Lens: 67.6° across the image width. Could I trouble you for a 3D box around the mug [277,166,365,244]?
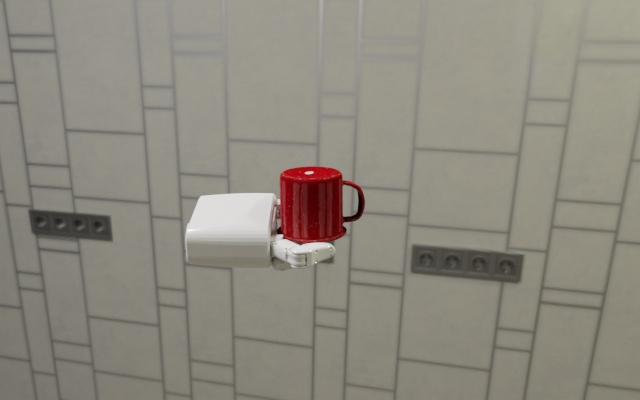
[{"bbox_3d":[0.002,0.002,0.624,0.117,0.081,0.093,-1,15,-2],"label":"mug"}]
